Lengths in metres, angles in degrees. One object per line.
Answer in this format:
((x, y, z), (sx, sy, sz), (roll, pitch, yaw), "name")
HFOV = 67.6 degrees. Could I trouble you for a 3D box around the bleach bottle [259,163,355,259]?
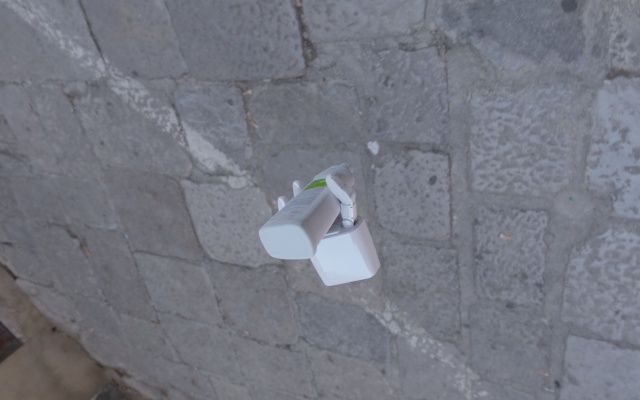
((0.000, 0.003, 0.839), (0.102, 0.068, 0.250), (-6, 28, 36), "bleach bottle")
